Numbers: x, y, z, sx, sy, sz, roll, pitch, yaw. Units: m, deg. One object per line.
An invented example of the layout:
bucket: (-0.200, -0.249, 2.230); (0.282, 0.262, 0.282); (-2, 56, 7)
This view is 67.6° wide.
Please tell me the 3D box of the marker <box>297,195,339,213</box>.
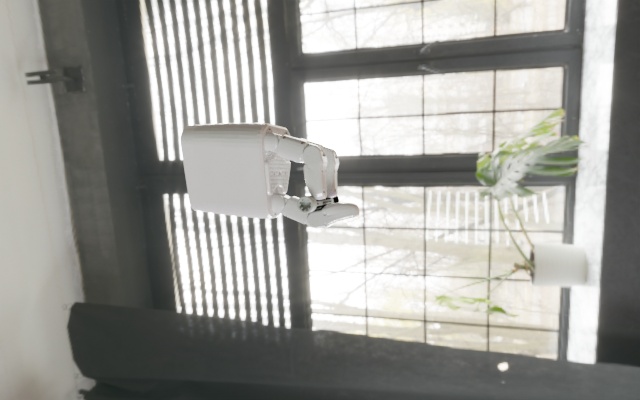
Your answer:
marker: (0.000, 0.002, 0.569); (0.020, 0.020, 0.121); (0, 3, 16)
